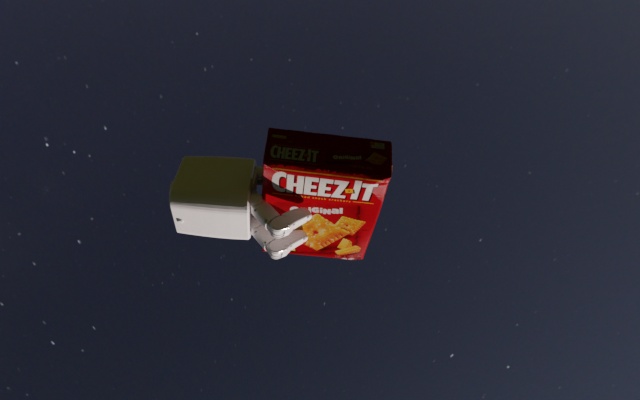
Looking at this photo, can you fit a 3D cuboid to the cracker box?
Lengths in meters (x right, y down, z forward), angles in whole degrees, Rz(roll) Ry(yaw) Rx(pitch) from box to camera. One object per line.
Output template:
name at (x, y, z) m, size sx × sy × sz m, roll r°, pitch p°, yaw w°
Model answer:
cracker box at (0.000, 0.002, 0.685) m, size 0.164 × 0.072 × 0.214 m, roll 6°, pitch -36°, yaw -3°
